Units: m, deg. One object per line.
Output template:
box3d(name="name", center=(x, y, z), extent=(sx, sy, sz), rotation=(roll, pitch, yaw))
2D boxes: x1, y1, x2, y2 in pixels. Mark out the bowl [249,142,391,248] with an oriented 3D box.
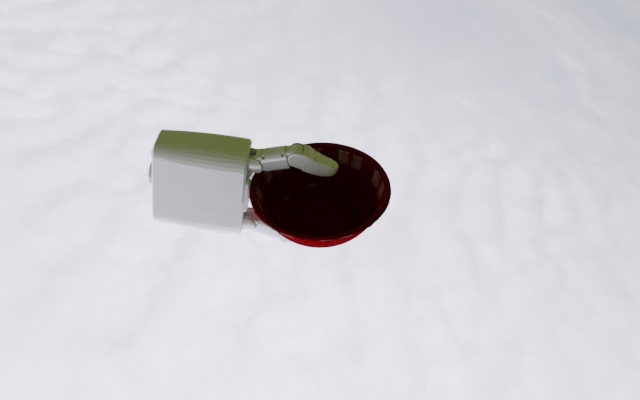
box3d(name="bowl", center=(0.001, 0.002, 0.561), extent=(0.162, 0.055, 0.162), rotation=(-1, 45, 1))
